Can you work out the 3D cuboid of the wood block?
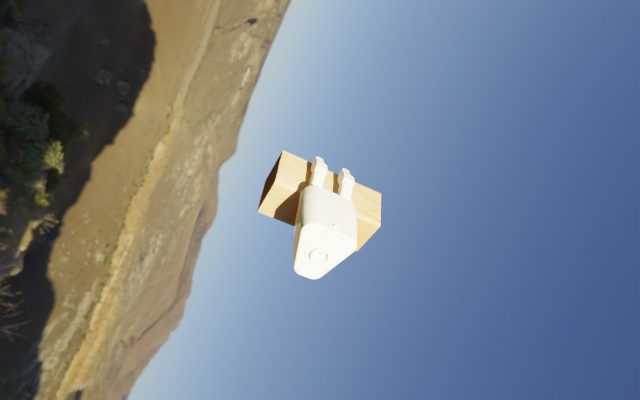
[{"bbox_3d":[0.000,0.003,0.886,0.206,0.090,0.091,23,-47,-15],"label":"wood block"}]
